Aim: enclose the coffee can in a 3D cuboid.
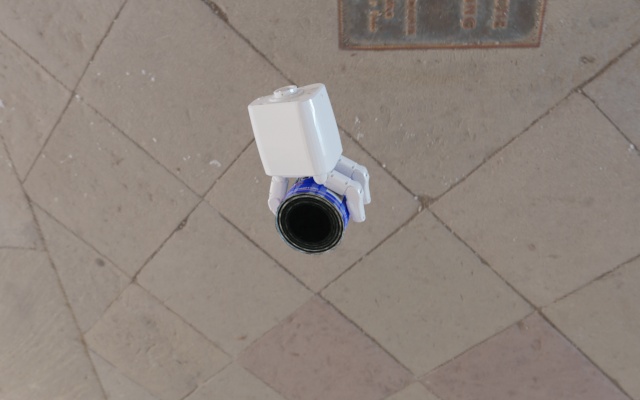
[{"bbox_3d":[0.000,0.002,0.730,0.103,0.103,0.140,0,28,15],"label":"coffee can"}]
